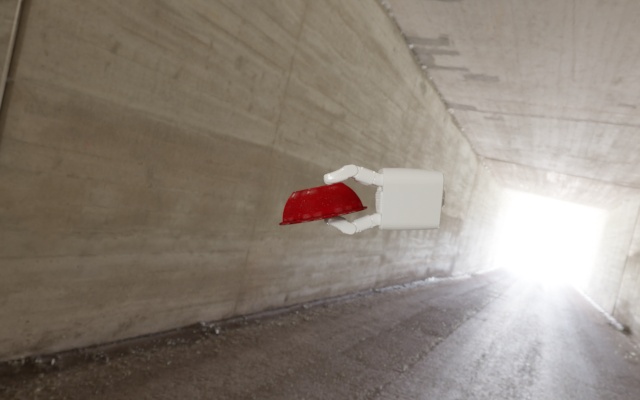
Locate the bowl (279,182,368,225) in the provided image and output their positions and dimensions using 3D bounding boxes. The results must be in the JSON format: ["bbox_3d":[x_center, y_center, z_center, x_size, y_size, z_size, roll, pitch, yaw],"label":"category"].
[{"bbox_3d":[-0.001,0.003,0.853,0.162,0.055,0.162,-11,1,0],"label":"bowl"}]
